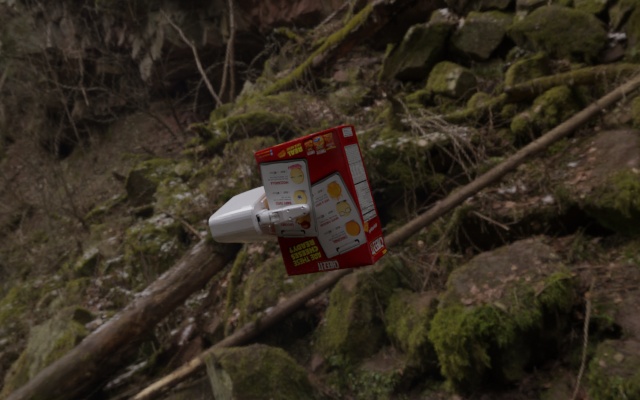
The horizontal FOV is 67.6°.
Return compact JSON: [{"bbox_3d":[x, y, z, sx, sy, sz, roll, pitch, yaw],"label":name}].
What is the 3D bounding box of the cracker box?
[{"bbox_3d":[0.000,0.002,0.769,0.164,0.214,0.072,-13,5,32],"label":"cracker box"}]
